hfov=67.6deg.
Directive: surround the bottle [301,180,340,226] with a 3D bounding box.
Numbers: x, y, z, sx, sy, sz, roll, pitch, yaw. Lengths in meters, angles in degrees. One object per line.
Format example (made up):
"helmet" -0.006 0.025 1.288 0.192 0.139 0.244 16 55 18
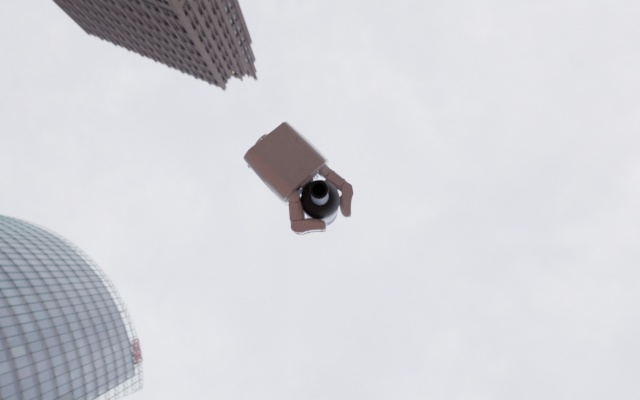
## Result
"bottle" 0.000 0.003 0.838 0.069 0.069 0.296 0 -7 1
